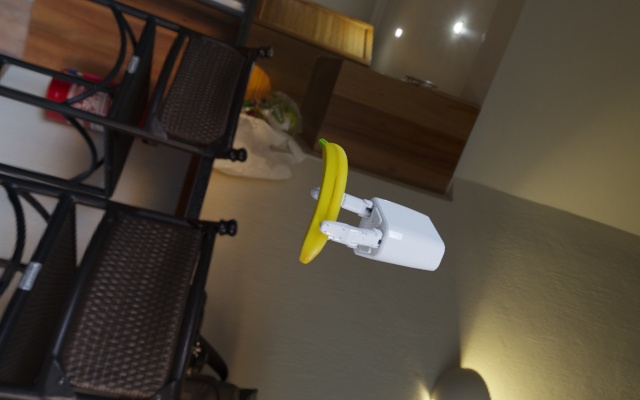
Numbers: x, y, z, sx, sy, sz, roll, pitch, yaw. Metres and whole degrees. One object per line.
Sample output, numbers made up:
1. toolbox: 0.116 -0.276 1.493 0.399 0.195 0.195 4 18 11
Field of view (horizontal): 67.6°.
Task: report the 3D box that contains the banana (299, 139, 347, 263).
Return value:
1. banana: 0.008 -0.004 0.709 0.037 0.197 0.069 16 -15 -20
